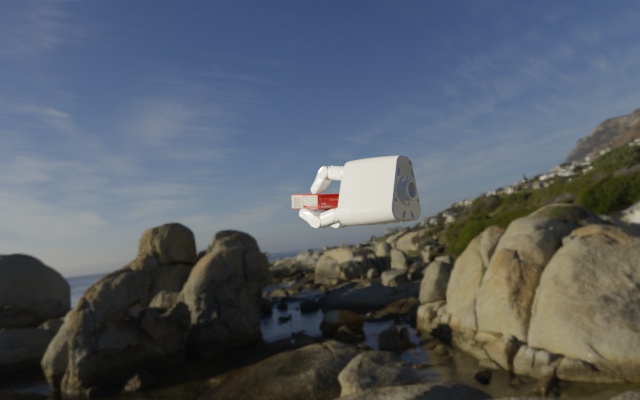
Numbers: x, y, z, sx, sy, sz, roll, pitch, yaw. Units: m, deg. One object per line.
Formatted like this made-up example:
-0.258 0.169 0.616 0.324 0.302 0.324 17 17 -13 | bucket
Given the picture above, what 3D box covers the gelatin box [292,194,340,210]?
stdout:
0.000 0.002 0.889 0.073 0.030 0.089 0 0 -37 | gelatin box
